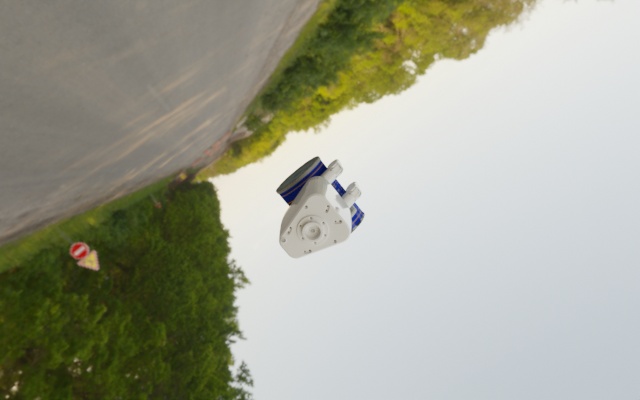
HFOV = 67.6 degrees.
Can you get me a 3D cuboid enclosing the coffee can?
[{"bbox_3d":[0.000,0.003,0.891,0.103,0.140,0.102,-38,12,9],"label":"coffee can"}]
